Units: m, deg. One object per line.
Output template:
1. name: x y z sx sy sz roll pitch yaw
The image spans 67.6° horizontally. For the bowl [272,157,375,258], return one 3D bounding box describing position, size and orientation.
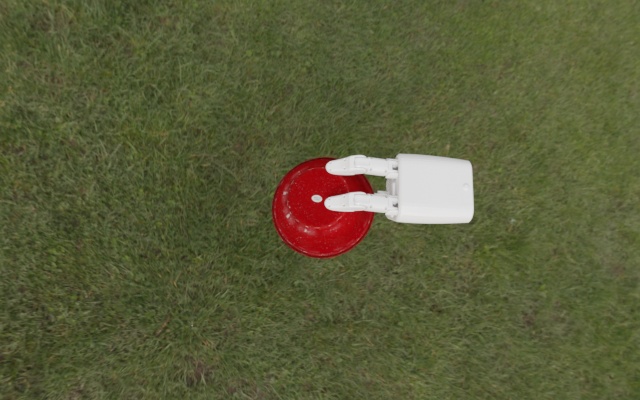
1. bowl: -0.001 0.003 0.712 0.162 0.162 0.055 0 -15 8
